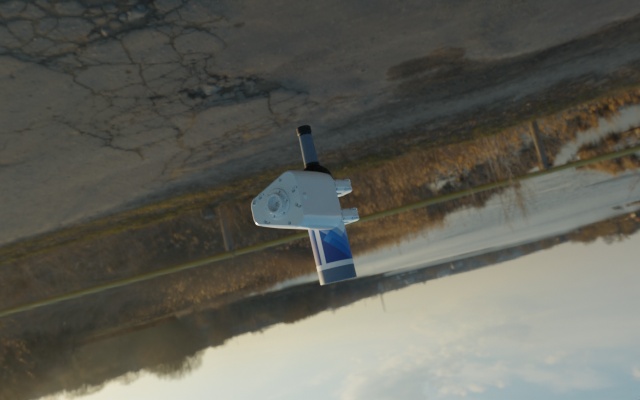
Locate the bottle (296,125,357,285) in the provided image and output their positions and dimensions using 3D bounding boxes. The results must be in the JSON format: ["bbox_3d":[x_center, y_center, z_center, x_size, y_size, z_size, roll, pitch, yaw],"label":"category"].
[{"bbox_3d":[0.000,0.003,0.877,0.069,0.295,0.069,-13,-11,-2],"label":"bottle"}]
